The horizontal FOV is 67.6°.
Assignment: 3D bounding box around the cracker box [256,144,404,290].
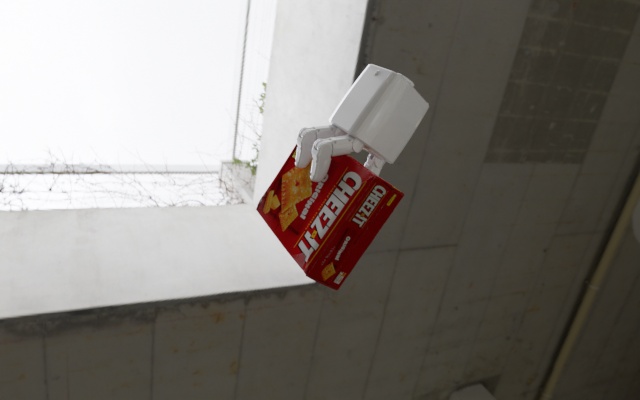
[{"bbox_3d":[0.000,0.002,0.714,0.072,0.164,0.213,28,9,-35],"label":"cracker box"}]
